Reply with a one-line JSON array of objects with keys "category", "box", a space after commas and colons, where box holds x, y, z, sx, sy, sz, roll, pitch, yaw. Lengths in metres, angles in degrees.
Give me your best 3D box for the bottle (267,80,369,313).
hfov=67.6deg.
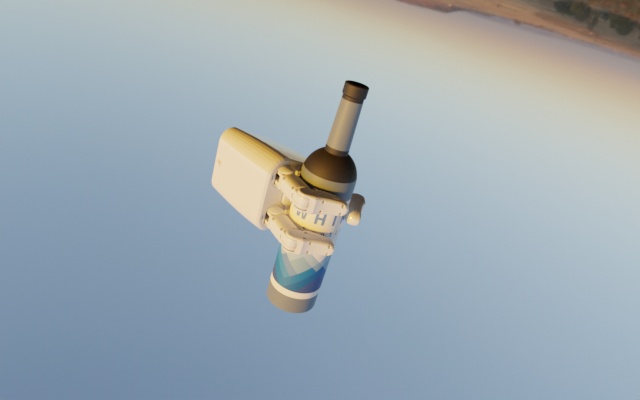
[{"category": "bottle", "box": [0.000, 0.002, 0.576, 0.069, 0.296, 0.069, 14, 26, -7]}]
